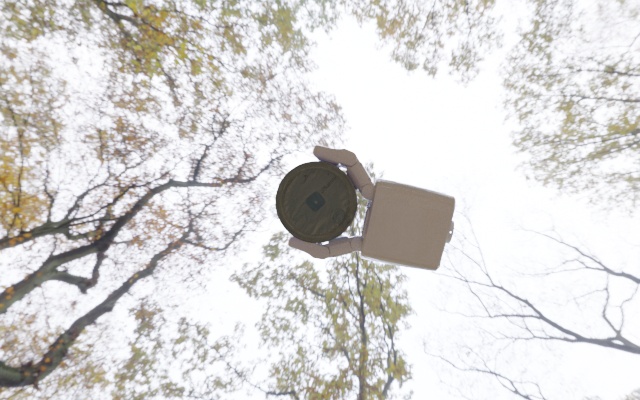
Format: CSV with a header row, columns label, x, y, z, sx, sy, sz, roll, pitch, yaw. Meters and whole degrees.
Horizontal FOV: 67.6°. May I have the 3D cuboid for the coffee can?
label,x,y,z,sx,sy,sz,roll,pitch,yaw
coffee can,0.000,0.002,0.660,0.103,0.103,0.140,0,0,5
